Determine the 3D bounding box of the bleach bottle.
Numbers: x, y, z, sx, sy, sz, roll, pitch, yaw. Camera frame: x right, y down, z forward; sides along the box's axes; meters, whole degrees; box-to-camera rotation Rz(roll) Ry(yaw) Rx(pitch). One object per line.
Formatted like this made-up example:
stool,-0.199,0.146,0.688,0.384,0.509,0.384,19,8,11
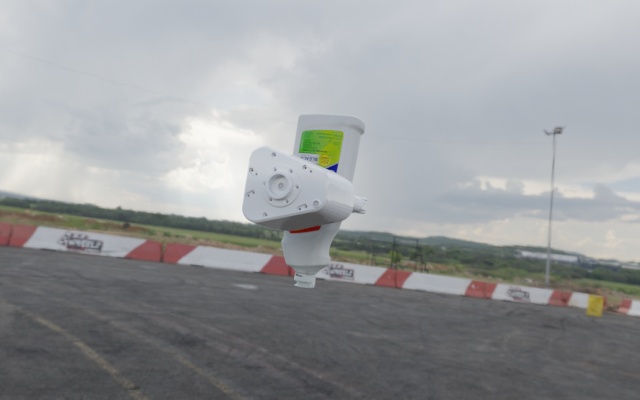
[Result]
bleach bottle,0.000,0.002,0.702,0.102,0.251,0.068,6,-4,20
